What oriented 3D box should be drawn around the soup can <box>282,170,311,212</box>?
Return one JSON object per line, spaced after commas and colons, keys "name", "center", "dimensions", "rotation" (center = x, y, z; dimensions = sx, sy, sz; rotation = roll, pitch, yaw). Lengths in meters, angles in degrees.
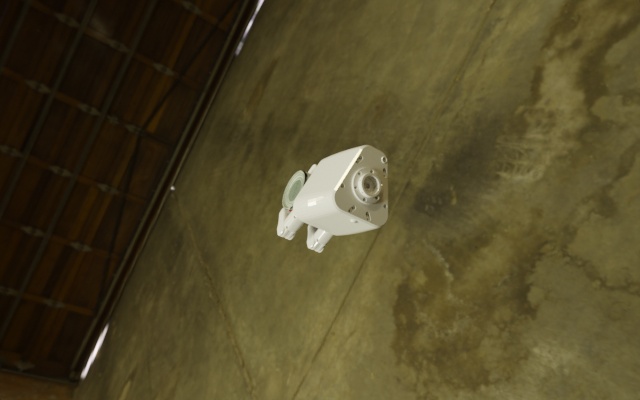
{"name": "soup can", "center": [0.000, 0.002, 0.751], "dimensions": [0.102, 0.068, 0.068], "rotation": [24, -11, -25]}
